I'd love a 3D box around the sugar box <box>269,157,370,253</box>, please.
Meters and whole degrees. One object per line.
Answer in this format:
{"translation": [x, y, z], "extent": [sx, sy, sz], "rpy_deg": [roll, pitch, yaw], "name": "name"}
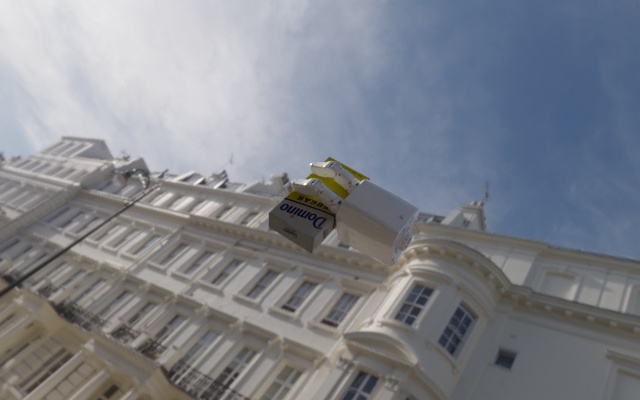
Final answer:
{"translation": [0.000, 0.002, 0.824], "extent": [0.093, 0.048, 0.176], "rpy_deg": [29, 49, 20], "name": "sugar box"}
